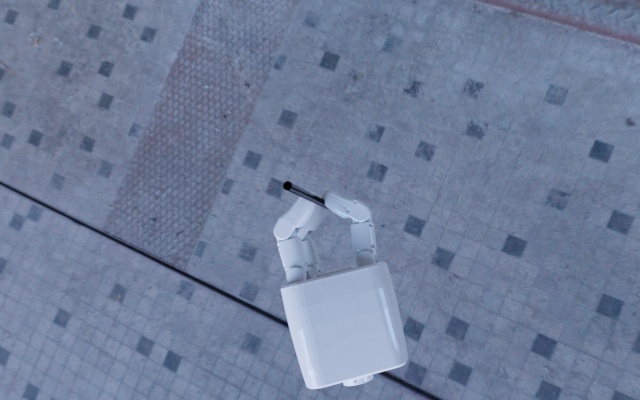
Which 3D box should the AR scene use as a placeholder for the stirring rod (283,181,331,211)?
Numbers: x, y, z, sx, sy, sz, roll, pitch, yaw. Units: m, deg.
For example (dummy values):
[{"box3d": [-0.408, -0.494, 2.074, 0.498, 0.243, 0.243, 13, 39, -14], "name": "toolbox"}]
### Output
[{"box3d": [0.000, 0.002, 0.517, 0.011, 0.011, 0.239, 0, -7, 13], "name": "stirring rod"}]
